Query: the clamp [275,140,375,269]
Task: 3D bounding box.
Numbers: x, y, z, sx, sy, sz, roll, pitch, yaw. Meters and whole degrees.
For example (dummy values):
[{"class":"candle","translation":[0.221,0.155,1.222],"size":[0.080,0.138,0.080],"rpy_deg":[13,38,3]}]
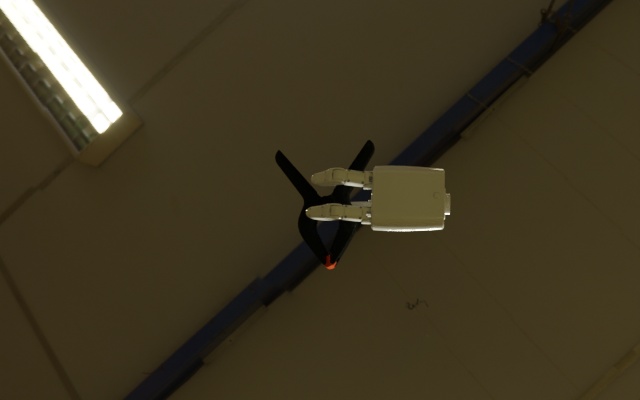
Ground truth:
[{"class":"clamp","translation":[0.000,0.003,0.764],"size":[0.164,0.210,0.036],"rpy_deg":[1,-15,12]}]
